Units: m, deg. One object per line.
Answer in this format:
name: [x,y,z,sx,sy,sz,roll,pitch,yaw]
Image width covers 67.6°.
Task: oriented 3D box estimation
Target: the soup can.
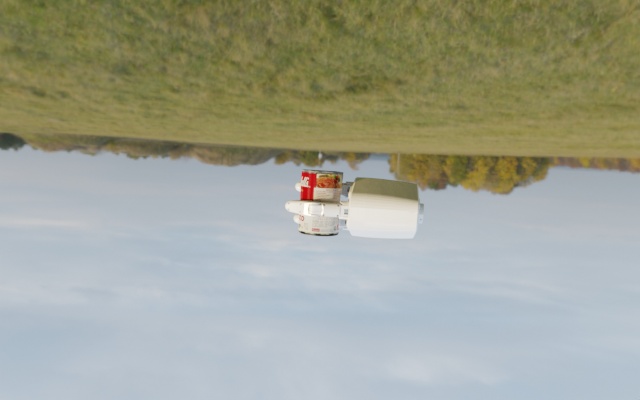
soup can: [0.000,0.003,0.774,0.068,0.102,0.068,4,5,0]
